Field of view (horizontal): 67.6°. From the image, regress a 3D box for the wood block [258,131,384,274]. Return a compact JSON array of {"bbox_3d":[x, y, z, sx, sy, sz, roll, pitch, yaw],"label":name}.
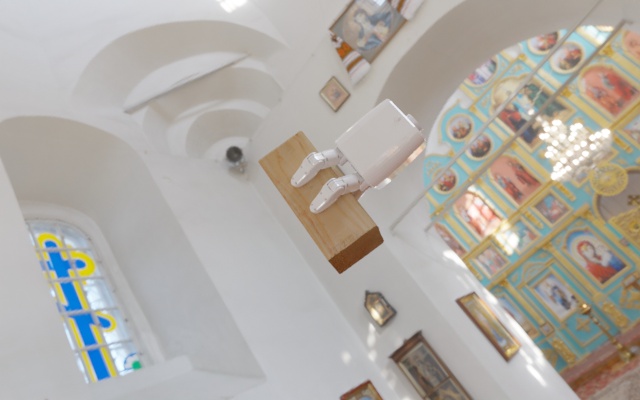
[{"bbox_3d":[0.000,0.002,0.760,0.090,0.206,0.091,-36,-26,-1],"label":"wood block"}]
